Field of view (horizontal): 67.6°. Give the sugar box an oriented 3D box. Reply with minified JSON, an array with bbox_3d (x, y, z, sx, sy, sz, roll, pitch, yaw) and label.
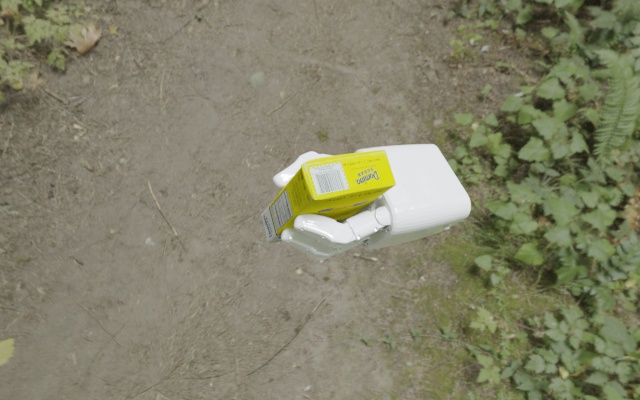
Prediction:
[{"bbox_3d":[0.000,0.002,0.533,0.093,0.048,0.176,-10,-17,-23],"label":"sugar box"}]
